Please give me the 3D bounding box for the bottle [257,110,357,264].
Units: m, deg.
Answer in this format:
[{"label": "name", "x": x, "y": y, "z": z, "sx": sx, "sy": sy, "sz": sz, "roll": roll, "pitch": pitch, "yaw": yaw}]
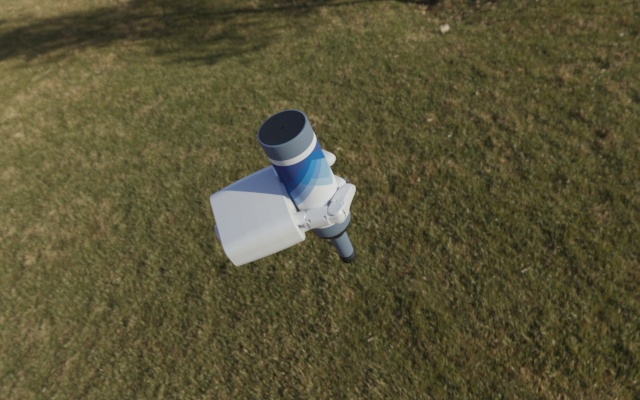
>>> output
[{"label": "bottle", "x": 0.000, "y": 0.002, "z": 0.688, "sx": 0.069, "sy": 0.069, "sz": 0.296, "roll": 0, "pitch": -38, "yaw": 24}]
